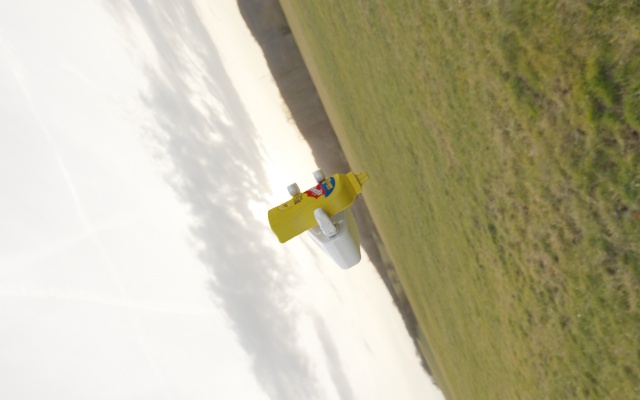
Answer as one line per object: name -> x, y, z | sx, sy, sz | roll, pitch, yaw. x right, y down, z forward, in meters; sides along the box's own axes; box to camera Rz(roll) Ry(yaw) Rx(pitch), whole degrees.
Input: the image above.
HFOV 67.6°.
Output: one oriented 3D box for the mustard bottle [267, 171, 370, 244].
mustard bottle -> 0.000, 0.003, 0.848 | 0.191, 0.058, 0.096 | -29, 20, 2
